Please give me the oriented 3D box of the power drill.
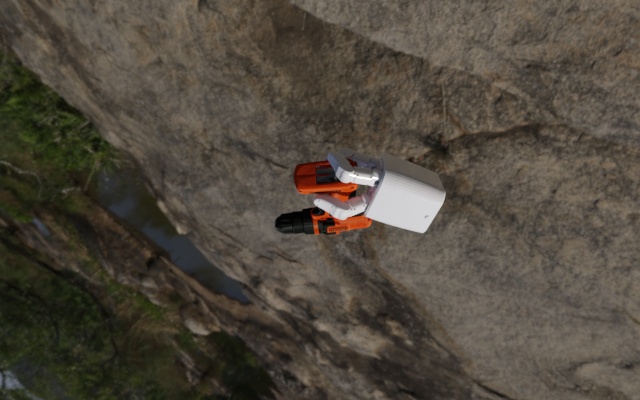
[{"bbox_3d":[0.000,0.003,0.844,0.184,0.057,0.188,-7,-28,1],"label":"power drill"}]
